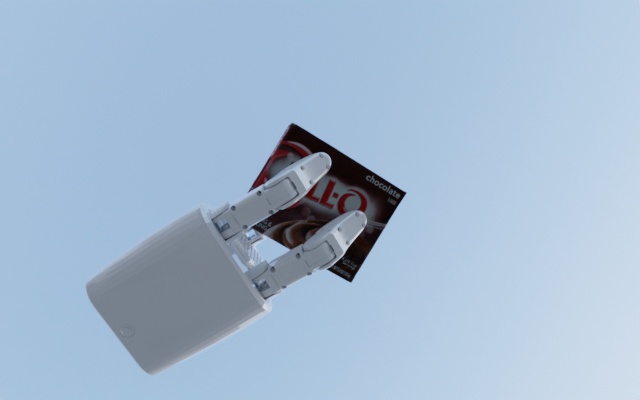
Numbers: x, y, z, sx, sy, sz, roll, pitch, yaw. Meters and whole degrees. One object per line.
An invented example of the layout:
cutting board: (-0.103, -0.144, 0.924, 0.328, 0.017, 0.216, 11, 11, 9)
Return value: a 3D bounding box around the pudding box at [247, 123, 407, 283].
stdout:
pudding box: (0.000, 0.001, 0.402, 0.113, 0.090, 0.039, 30, 5, -11)
